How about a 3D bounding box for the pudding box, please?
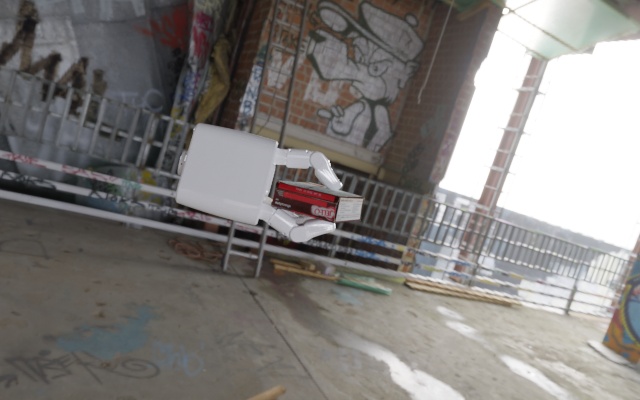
[{"bbox_3d":[0.000,0.002,0.634,0.090,0.039,0.113,15,7,21],"label":"pudding box"}]
